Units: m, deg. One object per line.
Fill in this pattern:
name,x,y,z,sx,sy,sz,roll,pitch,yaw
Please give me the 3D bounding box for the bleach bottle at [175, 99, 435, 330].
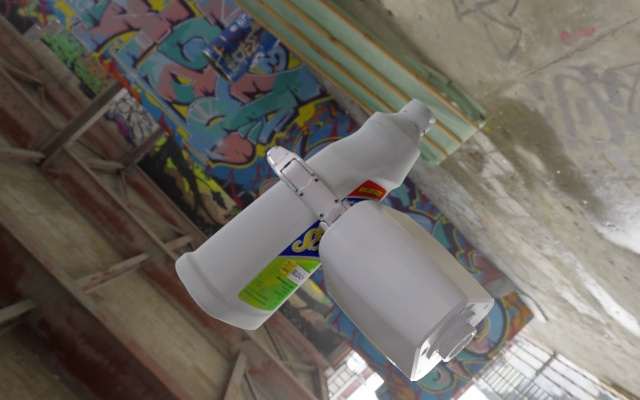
bleach bottle,0.000,0.001,0.421,0.068,0.251,0.103,45,-2,32
